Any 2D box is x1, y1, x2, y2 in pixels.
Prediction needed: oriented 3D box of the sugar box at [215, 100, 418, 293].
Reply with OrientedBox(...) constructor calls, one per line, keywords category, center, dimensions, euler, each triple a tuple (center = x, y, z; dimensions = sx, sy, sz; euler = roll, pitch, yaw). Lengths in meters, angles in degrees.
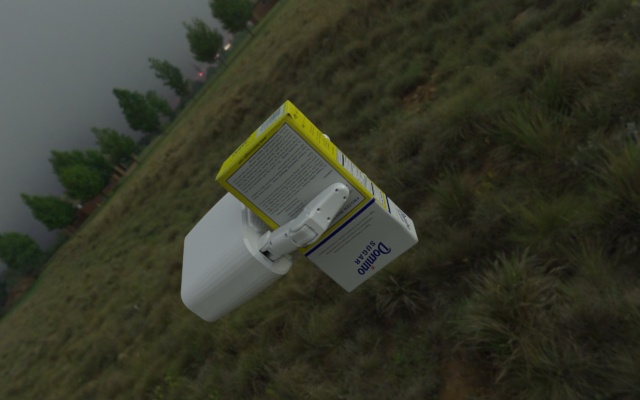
OrientedBox(category="sugar box", center=(0.000, 0.001, 0.453), dimensions=(0.093, 0.176, 0.048), euler=(-40, 23, 20))
